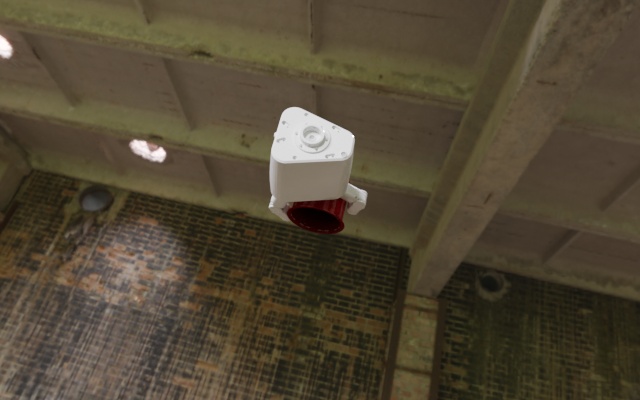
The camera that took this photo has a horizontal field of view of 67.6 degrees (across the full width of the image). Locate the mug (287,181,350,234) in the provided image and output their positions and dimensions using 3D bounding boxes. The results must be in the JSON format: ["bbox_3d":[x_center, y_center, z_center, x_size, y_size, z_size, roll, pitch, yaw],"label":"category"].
[{"bbox_3d":[0.000,0.003,0.778,0.093,0.081,0.117,14,-27,1],"label":"mug"}]
